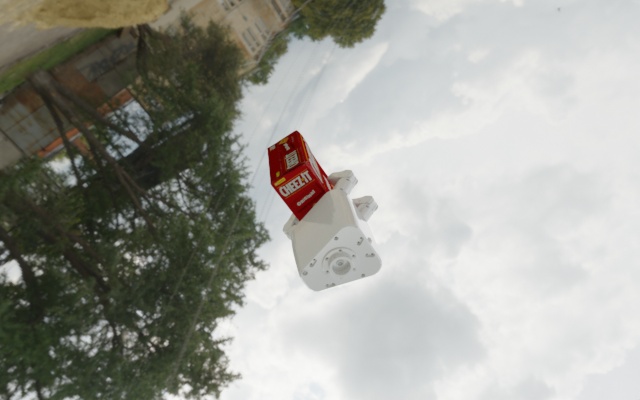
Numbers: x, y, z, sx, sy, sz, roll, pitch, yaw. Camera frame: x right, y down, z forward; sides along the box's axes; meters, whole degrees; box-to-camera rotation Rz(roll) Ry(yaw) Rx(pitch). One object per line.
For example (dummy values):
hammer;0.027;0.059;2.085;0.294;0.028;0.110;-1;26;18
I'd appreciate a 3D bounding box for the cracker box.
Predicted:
cracker box;0.000;0.003;0.803;0.072;0.214;0.164;-32;25;7
